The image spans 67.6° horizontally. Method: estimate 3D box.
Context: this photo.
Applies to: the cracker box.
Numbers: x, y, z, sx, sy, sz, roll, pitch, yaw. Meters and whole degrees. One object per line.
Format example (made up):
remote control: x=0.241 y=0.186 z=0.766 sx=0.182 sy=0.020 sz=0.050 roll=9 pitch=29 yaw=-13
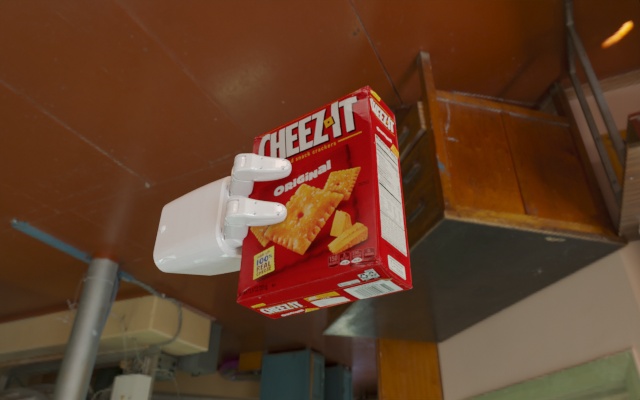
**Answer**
cracker box: x=0.000 y=0.002 z=0.508 sx=0.164 sy=0.213 sz=0.072 roll=-19 pitch=-36 yaw=28
